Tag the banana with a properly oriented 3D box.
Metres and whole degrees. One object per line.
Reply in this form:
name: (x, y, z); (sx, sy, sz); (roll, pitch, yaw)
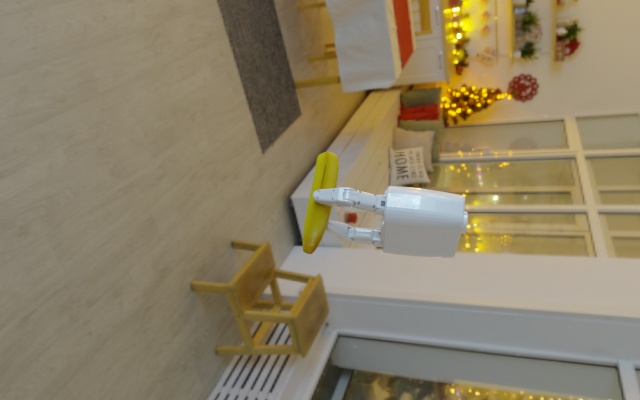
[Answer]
banana: (0.003, -0.013, 0.722); (0.037, 0.197, 0.070); (11, -43, -1)
